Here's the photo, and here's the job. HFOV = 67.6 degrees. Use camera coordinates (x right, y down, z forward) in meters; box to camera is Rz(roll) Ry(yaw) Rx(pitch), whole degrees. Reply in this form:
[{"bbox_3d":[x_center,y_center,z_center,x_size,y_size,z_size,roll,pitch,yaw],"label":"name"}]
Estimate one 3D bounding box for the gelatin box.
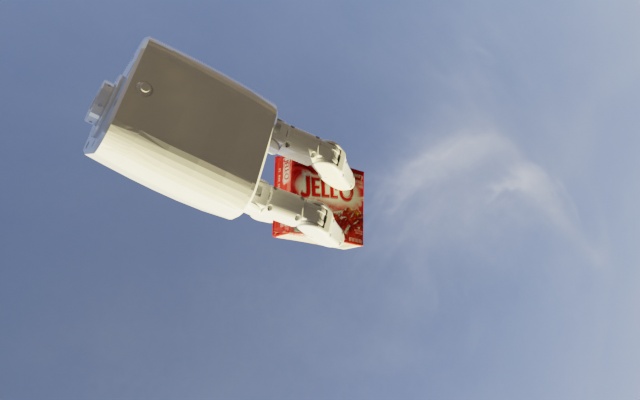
[{"bbox_3d":[0.000,0.002,0.431,0.089,0.073,0.030,14,-19,-39],"label":"gelatin box"}]
